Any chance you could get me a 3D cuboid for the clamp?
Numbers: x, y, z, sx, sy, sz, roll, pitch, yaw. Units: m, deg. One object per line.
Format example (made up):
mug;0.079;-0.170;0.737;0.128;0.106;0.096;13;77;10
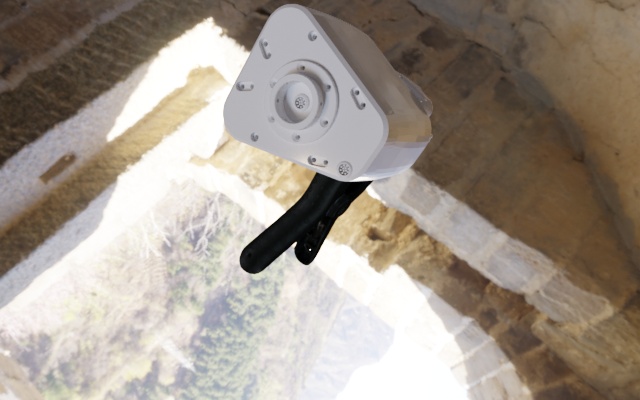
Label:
clamp;0.001;0.002;0.419;0.039;0.171;0.120;39;21;15
